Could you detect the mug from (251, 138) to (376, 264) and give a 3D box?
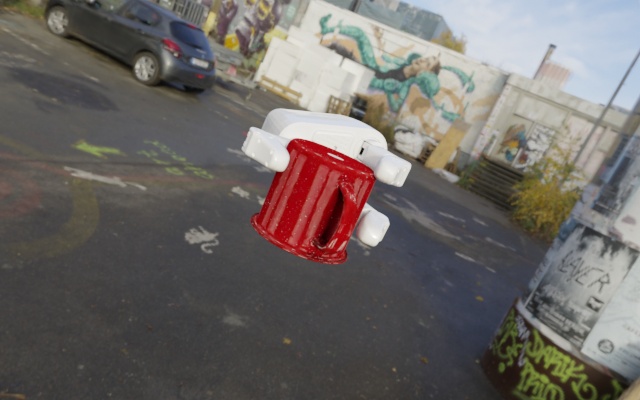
[{"bbox_3d":[0.000,0.002,0.404,0.093,0.081,0.117,18,14,-22],"label":"mug"}]
